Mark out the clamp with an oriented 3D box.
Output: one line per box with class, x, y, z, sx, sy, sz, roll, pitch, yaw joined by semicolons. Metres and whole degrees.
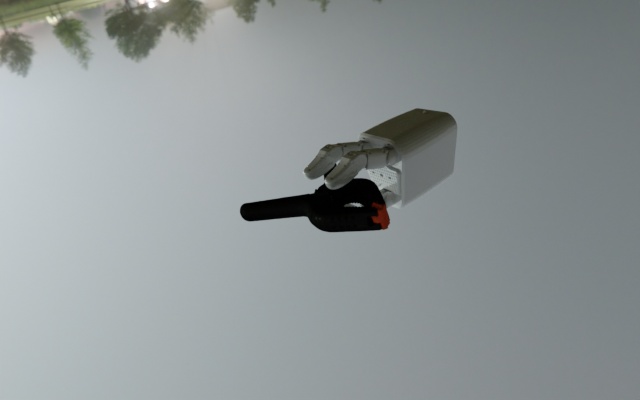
clamp;0.001;0.003;0.605;0.164;0.036;0.210;-32;30;-20
